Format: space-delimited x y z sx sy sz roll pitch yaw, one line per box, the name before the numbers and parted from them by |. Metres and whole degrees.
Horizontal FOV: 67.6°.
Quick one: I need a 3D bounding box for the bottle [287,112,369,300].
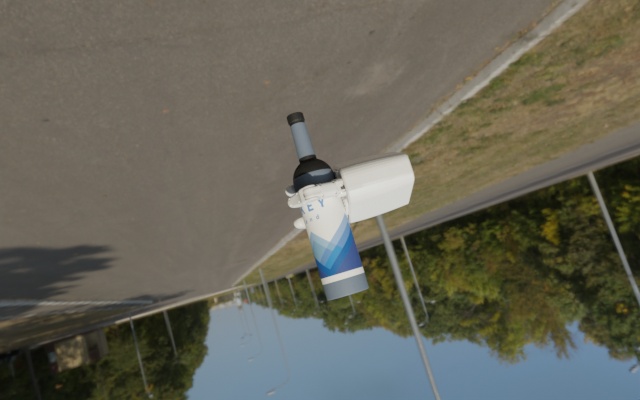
bottle | 0.000 0.003 0.745 0.069 0.295 0.069 -16 -9 -3
